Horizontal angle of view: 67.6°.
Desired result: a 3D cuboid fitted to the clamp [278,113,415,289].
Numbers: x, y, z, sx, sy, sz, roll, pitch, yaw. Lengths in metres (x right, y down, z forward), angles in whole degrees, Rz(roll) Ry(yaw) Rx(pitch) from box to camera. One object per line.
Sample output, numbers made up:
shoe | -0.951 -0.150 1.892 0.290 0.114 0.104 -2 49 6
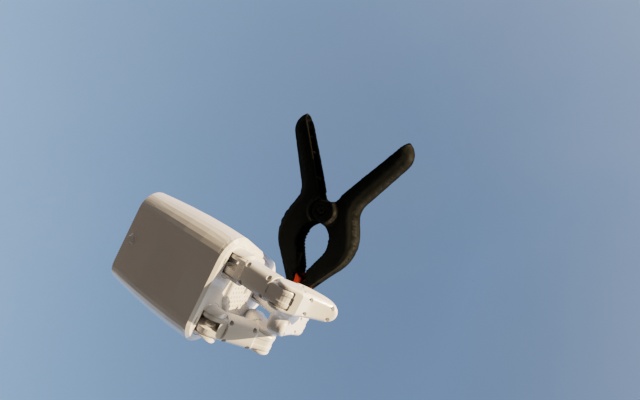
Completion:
clamp | 0.000 0.002 0.453 0.120 0.171 0.039 30 1 27
